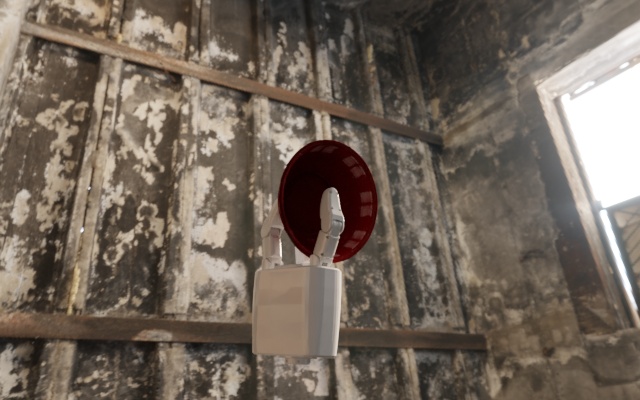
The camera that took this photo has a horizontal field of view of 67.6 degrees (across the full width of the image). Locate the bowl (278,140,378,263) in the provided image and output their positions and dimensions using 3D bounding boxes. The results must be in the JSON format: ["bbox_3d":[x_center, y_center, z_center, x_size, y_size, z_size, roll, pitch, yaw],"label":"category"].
[{"bbox_3d":[0.000,0.001,0.641,0.162,0.162,0.055,0,-3,-36],"label":"bowl"}]
